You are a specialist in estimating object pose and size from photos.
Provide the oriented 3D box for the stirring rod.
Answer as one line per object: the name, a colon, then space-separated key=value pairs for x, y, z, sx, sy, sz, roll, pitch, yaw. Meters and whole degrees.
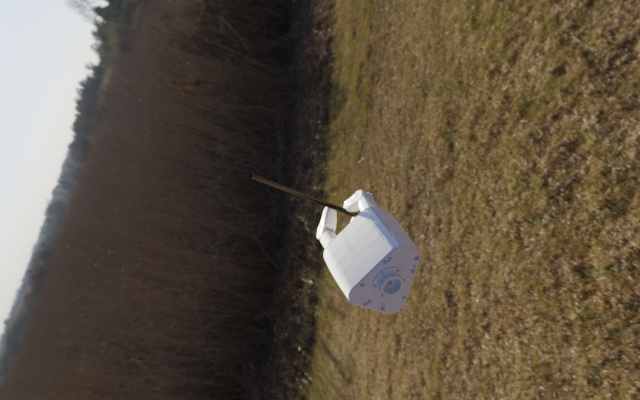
stirring rod: x=0.000 y=0.002 z=0.752 sx=0.239 sy=0.011 sz=0.011 roll=20 pitch=-9 yaw=-26
